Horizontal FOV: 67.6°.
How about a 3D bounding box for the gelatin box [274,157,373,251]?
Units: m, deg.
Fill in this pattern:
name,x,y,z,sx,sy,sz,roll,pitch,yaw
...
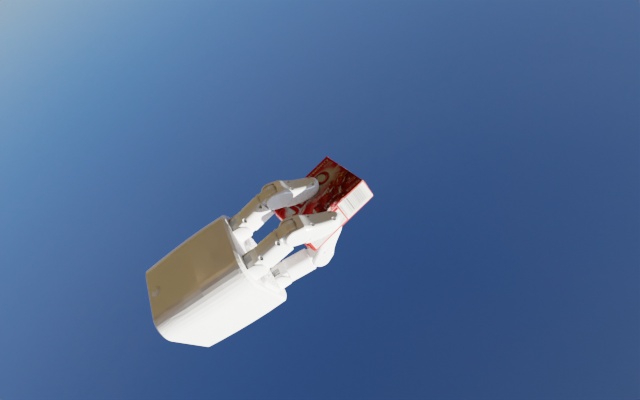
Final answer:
name,x,y,z,sx,sy,sz,roll,pitch,yaw
gelatin box,0.001,0.002,0.516,0.073,0.089,0.030,39,-10,50
